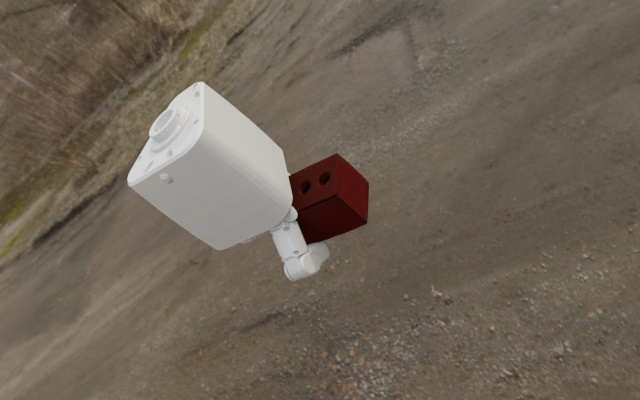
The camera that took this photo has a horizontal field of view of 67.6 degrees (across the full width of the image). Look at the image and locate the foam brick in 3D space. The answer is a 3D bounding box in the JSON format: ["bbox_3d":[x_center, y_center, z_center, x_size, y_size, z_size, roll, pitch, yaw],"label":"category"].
[{"bbox_3d":[0.000,0.001,0.454,0.078,0.053,0.051,-24,-48,29],"label":"foam brick"}]
